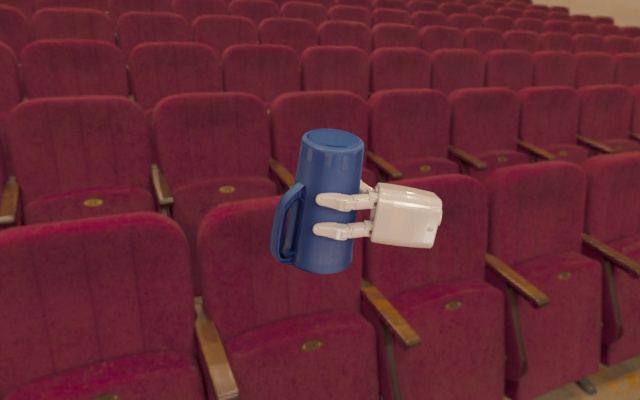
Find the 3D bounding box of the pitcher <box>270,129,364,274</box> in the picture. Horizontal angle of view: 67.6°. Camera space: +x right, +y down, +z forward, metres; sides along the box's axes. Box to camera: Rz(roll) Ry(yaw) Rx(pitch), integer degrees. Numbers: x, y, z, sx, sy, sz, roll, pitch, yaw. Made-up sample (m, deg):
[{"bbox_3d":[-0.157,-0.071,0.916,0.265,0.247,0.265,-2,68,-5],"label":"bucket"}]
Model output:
[{"bbox_3d":[0.000,0.003,0.853,0.145,0.243,0.149,10,26,5],"label":"pitcher"}]
